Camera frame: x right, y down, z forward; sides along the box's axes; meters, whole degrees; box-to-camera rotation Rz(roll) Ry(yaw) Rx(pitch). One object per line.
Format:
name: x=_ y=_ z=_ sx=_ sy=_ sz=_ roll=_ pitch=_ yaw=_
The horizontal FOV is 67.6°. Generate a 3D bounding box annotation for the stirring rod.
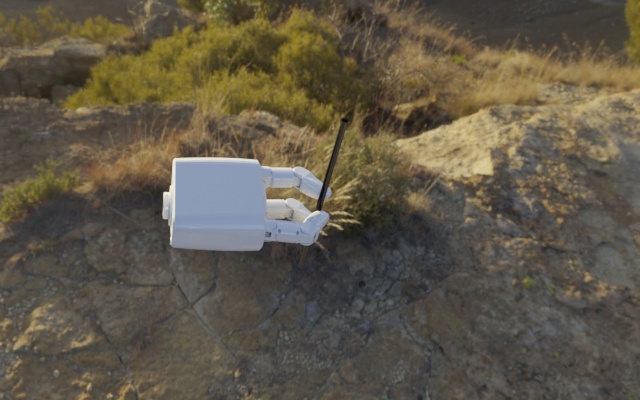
stirring rod: x=0.000 y=0.002 z=0.614 sx=0.011 sy=0.240 sz=0.011 roll=11 pitch=37 yaw=-8
